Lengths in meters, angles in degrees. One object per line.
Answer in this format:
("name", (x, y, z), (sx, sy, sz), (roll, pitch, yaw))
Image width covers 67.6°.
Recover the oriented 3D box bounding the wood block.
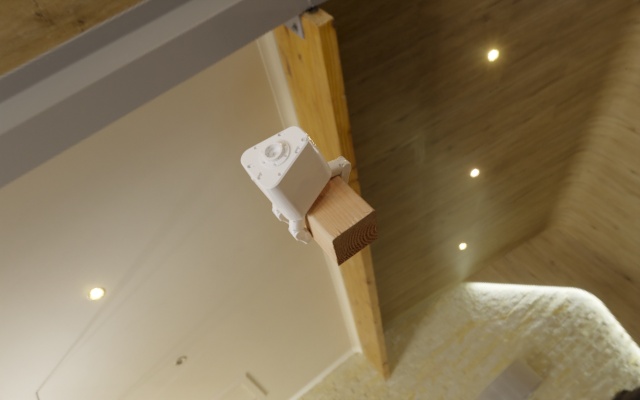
("wood block", (0.000, 0.002, 0.846), (0.091, 0.206, 0.090), (-34, -35, -14))
